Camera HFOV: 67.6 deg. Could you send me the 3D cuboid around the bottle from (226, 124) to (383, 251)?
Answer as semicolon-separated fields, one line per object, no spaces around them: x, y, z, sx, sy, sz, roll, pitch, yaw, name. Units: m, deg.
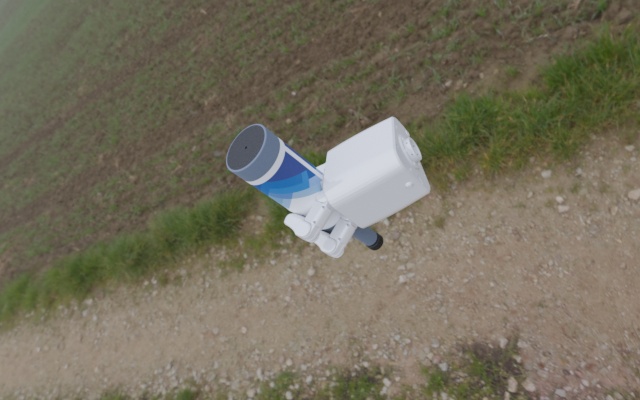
0.000;0.002;0.662;0.069;0.069;0.296;0;-26;42;bottle
